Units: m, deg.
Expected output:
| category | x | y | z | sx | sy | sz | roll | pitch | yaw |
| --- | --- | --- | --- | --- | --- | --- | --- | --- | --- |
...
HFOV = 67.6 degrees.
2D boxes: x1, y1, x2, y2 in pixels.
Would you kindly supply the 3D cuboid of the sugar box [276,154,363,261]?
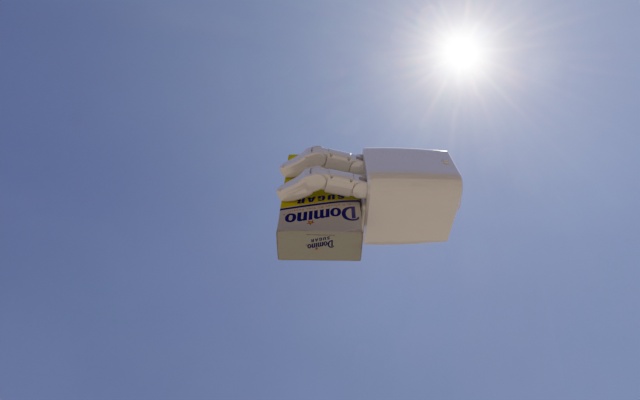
| category | x | y | z | sx | sy | sz | roll | pitch | yaw |
| --- | --- | --- | --- | --- | --- | --- | --- | --- | --- |
| sugar box | 0.000 | 0.001 | 0.575 | 0.093 | 0.048 | 0.176 | 0 | 30 | 0 |
